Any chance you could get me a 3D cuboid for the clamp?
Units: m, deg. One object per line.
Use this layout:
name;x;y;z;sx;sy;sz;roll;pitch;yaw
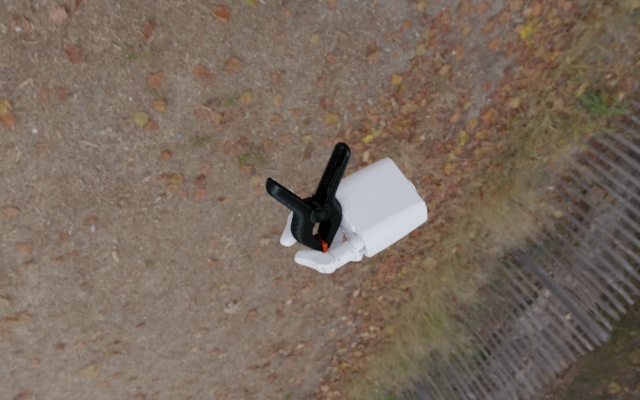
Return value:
clamp;0.000;0.003;0.640;0.120;0.039;0.172;-30;-39;-10
